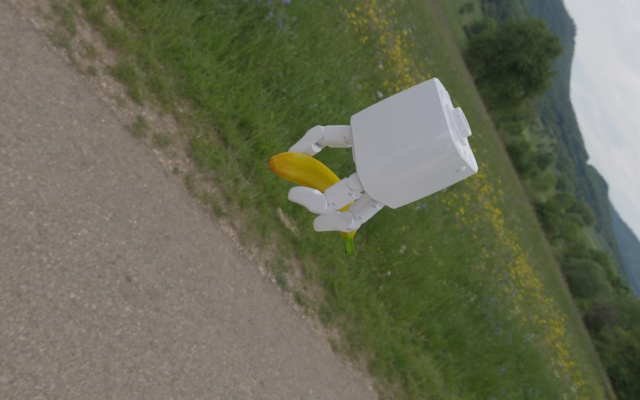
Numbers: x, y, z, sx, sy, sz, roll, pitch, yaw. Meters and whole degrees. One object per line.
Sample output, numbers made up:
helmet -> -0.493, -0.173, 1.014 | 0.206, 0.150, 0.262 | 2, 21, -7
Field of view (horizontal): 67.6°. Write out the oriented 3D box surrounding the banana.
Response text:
banana -> 0.003, -0.010, 0.612 | 0.037, 0.069, 0.198 | -19, -46, 26
